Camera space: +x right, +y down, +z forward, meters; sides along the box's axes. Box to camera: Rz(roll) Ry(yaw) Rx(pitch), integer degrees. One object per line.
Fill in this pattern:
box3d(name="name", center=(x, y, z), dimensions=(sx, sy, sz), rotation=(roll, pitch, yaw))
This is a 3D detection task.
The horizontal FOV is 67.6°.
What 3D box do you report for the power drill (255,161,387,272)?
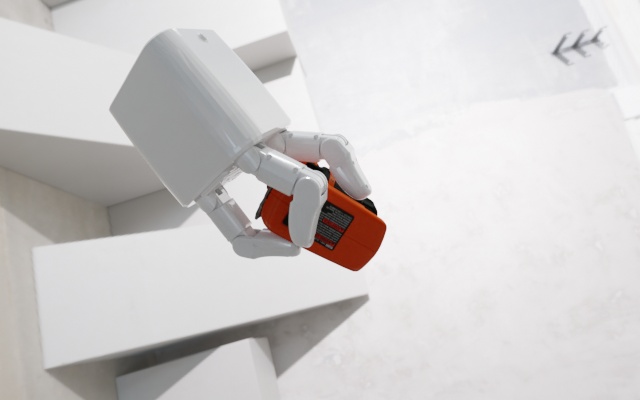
box3d(name="power drill", center=(0.000, 0.002, 0.478), dimensions=(0.184, 0.057, 0.187), rotation=(27, 8, -18))
